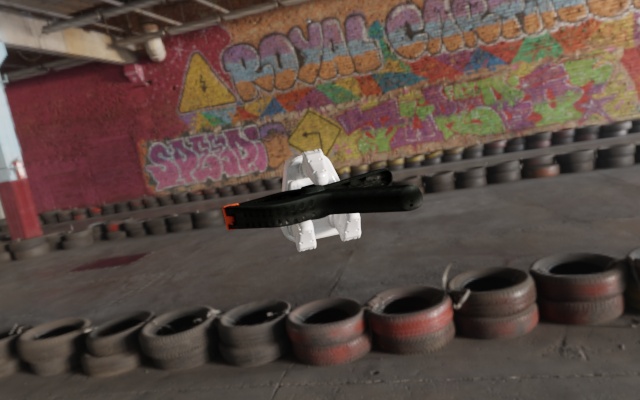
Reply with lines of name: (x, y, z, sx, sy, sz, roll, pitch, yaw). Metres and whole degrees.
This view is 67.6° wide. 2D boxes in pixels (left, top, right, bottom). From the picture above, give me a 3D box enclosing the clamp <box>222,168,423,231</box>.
clamp: (-0.001, 0.001, 0.515, 0.210, 0.036, 0.164, -12, 9, -7)
